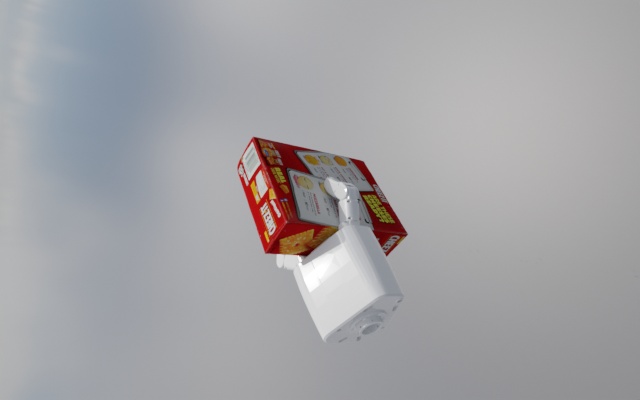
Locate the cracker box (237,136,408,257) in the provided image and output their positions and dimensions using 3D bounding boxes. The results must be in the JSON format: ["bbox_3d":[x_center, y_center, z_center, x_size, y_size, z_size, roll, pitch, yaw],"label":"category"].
[{"bbox_3d":[0.000,0.002,0.696,0.214,0.164,0.072,8,-48,-37],"label":"cracker box"}]
